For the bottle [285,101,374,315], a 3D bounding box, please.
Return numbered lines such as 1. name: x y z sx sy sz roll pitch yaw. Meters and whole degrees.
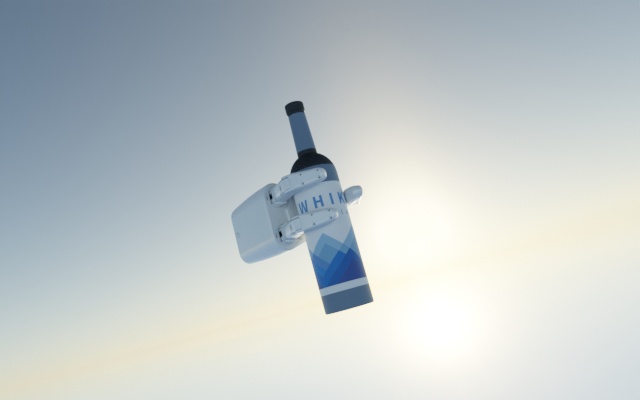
1. bottle: 0.000 0.002 0.653 0.069 0.295 0.069 -15 -12 -3
